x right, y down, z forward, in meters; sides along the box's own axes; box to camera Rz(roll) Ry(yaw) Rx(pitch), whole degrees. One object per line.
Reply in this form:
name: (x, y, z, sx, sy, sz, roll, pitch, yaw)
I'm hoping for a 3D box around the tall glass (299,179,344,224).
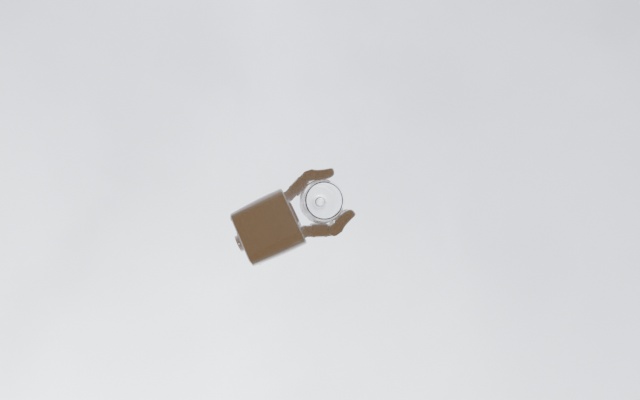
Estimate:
tall glass: (0.000, 0.003, 0.869, 0.079, 0.079, 0.201, 0, -2, -4)
